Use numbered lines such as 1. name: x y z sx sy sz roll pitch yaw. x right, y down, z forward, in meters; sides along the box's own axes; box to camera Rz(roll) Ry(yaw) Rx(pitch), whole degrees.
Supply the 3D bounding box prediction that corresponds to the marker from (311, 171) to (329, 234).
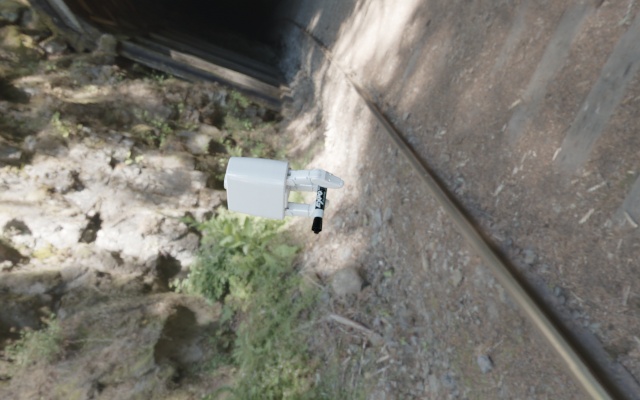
1. marker: 0.000 0.003 0.834 0.020 0.121 0.020 6 -29 3
